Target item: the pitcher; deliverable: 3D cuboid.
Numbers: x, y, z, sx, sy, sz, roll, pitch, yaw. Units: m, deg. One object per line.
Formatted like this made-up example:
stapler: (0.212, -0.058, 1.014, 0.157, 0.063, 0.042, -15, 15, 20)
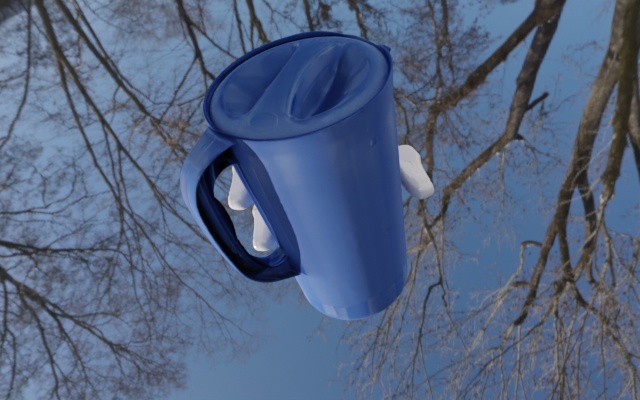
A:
pitcher: (0.000, 0.001, 0.400, 0.149, 0.145, 0.243, -7, -46, 11)
